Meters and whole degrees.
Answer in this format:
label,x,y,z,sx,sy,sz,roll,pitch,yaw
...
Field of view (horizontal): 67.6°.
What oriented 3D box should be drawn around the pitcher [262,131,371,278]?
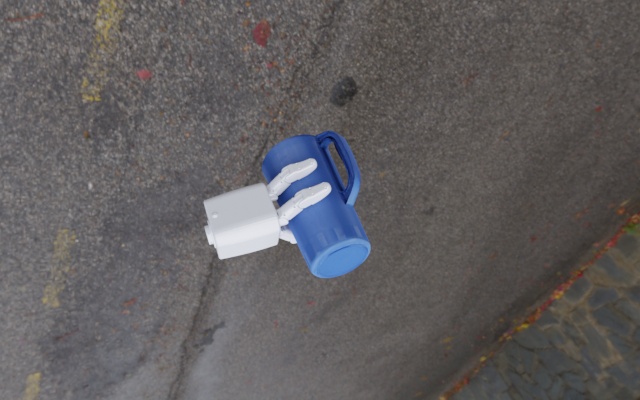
label,x,y,z,sx,sy,sz,roll,pitch,yaw
pitcher,0.000,0.003,0.837,0.145,0.242,0.149,-16,-35,-15
